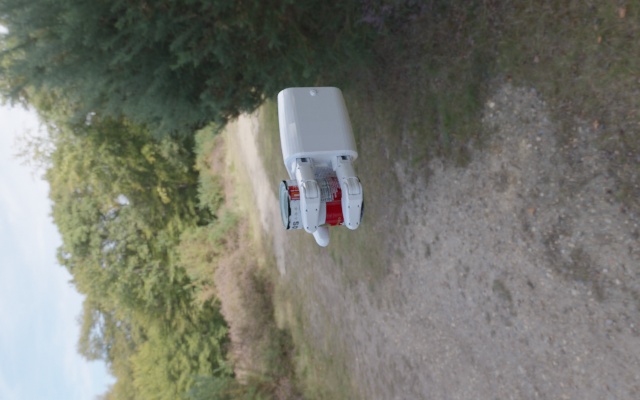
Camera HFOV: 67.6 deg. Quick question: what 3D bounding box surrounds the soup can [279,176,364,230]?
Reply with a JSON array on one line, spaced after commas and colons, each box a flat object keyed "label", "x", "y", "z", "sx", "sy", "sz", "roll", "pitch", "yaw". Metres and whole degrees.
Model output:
[{"label": "soup can", "x": 0.000, "y": 0.003, "z": 0.642, "sx": 0.102, "sy": 0.068, "sz": 0.068, "roll": -4, "pitch": 1, "yaw": -14}]
